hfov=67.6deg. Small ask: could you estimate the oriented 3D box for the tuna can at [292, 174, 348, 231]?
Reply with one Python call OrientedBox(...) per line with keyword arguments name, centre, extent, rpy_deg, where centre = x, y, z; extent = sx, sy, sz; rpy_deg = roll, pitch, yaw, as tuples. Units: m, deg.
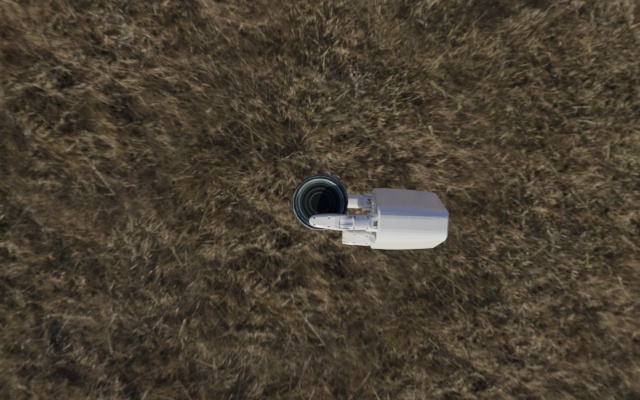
OrientedBox(name="tuna can", centre=(0.000, 0.002, 0.732), extent=(0.086, 0.086, 0.034), rpy_deg=(0, 6, 3))
